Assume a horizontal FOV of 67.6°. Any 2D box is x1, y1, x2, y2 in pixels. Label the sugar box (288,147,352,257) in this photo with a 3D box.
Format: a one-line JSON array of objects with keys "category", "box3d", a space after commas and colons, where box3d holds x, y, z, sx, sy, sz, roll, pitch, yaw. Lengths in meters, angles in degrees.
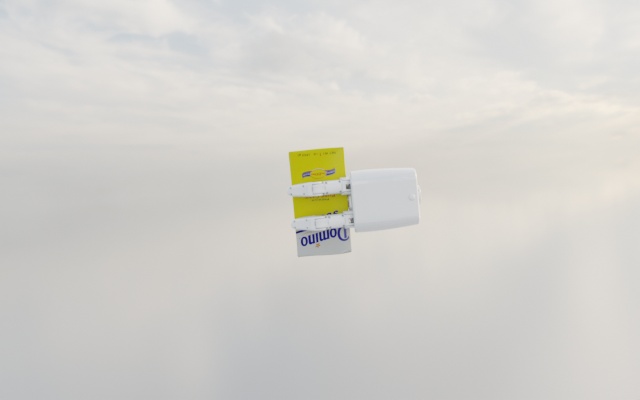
[{"category": "sugar box", "box3d": [0.000, 0.003, 0.797, 0.093, 0.176, 0.048, -5, 3, 2]}]
